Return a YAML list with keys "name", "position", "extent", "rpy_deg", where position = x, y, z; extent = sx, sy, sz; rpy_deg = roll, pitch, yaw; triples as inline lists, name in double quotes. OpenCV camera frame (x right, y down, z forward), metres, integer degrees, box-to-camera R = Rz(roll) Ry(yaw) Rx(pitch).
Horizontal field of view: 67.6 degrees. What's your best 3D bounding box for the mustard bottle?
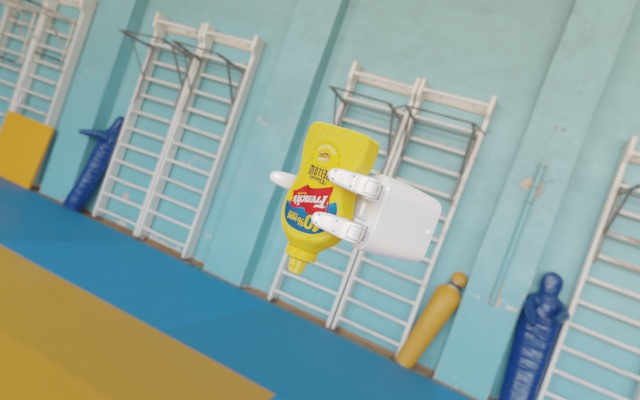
- name: "mustard bottle"
  position: [0.000, 0.002, 0.606]
  extent: [0.096, 0.191, 0.058]
  rpy_deg: [21, 3, 33]
